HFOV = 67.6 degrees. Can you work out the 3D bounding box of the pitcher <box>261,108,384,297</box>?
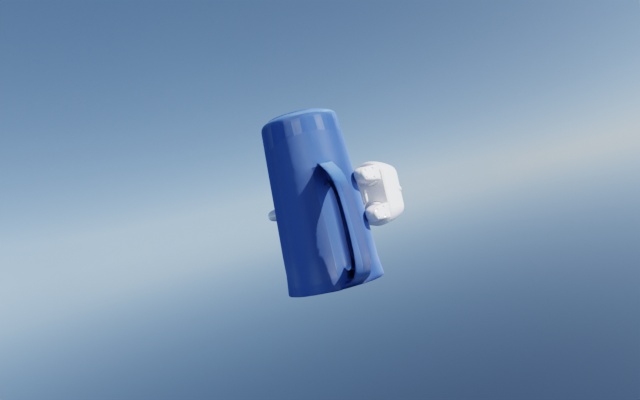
[{"bbox_3d":[0.000,0.002,0.648,0.149,0.243,0.145,-14,-2,25],"label":"pitcher"}]
